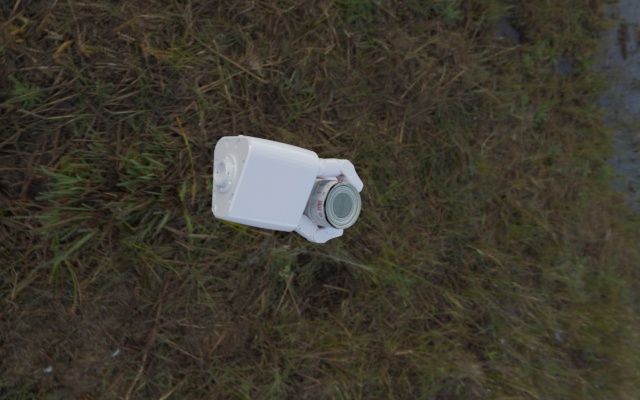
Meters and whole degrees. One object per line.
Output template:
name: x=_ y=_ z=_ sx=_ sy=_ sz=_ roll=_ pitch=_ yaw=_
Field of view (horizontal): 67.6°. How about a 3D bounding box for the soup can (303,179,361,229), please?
soup can: x=0.001 y=0.002 z=0.688 sx=0.068 sy=0.068 sz=0.102 roll=0 pitch=5 yaw=-39
